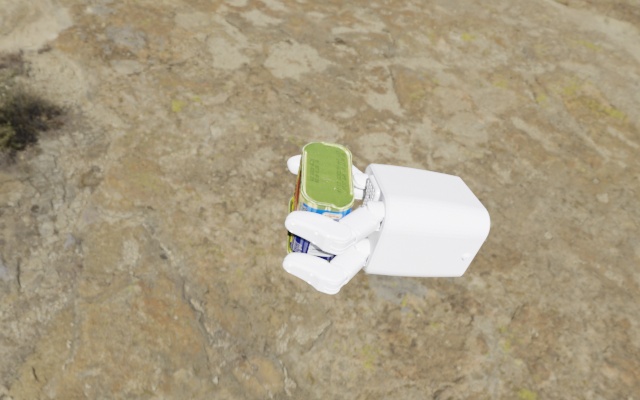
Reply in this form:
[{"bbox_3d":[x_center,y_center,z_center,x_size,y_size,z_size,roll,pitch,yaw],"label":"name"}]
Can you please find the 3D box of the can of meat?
[{"bbox_3d":[0.000,0.001,0.488,0.057,0.084,0.102,7,43,-7],"label":"can of meat"}]
